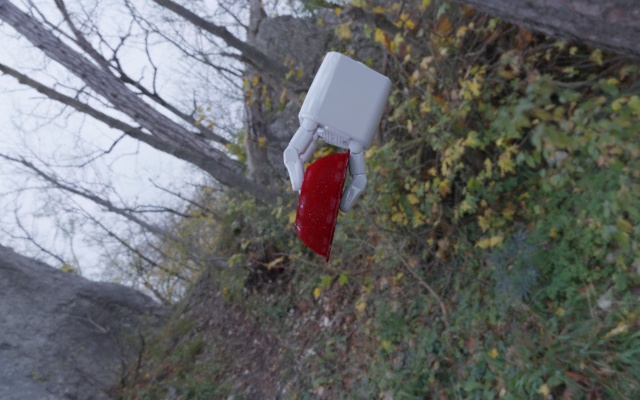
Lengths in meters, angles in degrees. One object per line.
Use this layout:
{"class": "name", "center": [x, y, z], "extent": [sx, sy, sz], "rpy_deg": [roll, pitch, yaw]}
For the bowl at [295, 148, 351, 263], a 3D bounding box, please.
{"class": "bowl", "center": [-0.001, 0.003, 0.663], "extent": [0.055, 0.162, 0.162], "rpy_deg": [11, 0, 2]}
